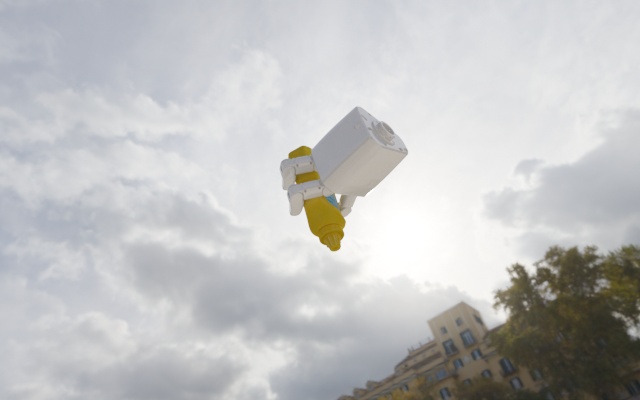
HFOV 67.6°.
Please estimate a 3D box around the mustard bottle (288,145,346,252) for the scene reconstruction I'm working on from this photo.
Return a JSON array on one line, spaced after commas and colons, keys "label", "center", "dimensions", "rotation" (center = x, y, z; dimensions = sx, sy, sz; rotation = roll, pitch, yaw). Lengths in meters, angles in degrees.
[{"label": "mustard bottle", "center": [0.000, 0.003, 0.787], "dimensions": [0.058, 0.191, 0.096], "rotation": [-27, -39, 9]}]
